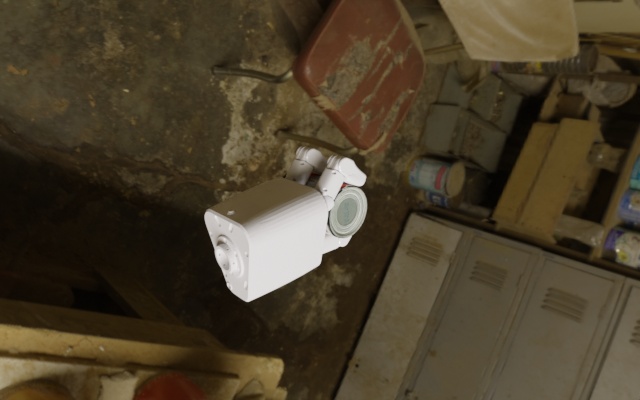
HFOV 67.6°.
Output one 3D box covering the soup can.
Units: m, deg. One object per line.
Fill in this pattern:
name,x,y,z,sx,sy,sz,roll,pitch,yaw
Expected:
soup can,0.001,0.002,0.609,0.068,0.068,0.102,0,14,-44
